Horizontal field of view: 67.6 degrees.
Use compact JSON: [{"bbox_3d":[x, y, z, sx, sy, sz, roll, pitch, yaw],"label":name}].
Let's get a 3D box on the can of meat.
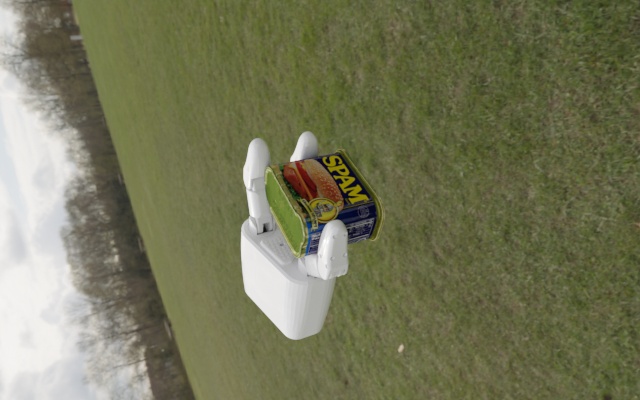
[{"bbox_3d":[0.000,0.002,0.468,0.084,0.057,0.102,-13,49,-23],"label":"can of meat"}]
